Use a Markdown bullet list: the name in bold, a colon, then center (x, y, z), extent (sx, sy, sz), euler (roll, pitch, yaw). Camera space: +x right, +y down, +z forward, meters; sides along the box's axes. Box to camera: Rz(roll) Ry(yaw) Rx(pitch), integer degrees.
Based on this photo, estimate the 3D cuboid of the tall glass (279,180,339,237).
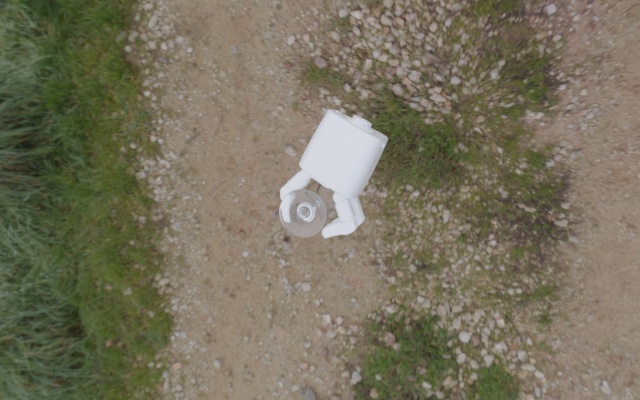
- **tall glass**: center (0.000, 0.003, 0.812), extent (0.079, 0.079, 0.201), euler (0, 10, 16)
